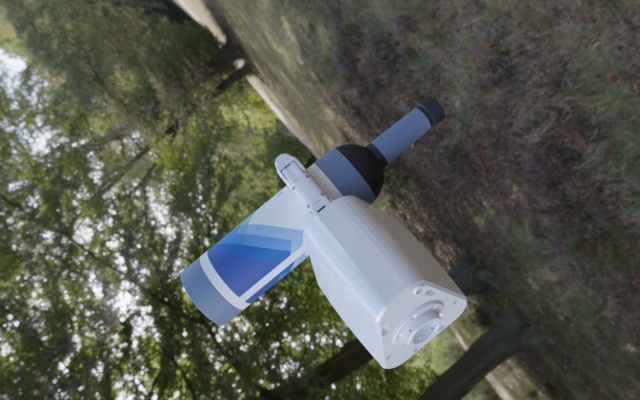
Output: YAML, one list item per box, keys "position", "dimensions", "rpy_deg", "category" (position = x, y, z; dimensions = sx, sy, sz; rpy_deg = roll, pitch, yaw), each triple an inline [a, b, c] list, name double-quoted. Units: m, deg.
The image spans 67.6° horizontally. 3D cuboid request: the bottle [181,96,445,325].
- position: [0.000, 0.002, 0.466]
  dimensions: [0.295, 0.069, 0.069]
  rpy_deg: [-39, 1, -1]
  category: "bottle"
